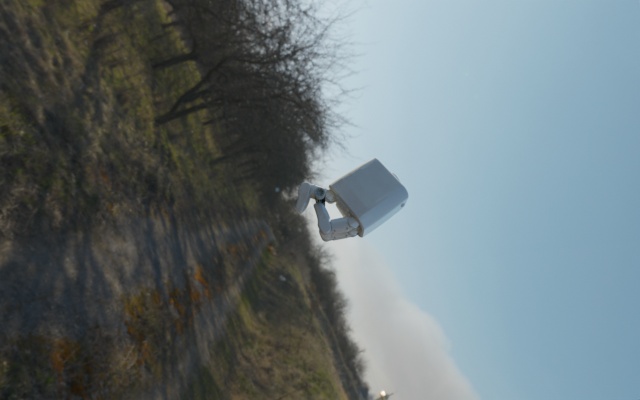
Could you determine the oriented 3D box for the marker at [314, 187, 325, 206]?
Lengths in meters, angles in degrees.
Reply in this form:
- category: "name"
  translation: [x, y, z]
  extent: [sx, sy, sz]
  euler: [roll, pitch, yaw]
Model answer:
- category: "marker"
  translation: [0.000, 0.003, 0.876]
  extent: [0.020, 0.020, 0.121]
  euler: [0, -17, 2]
